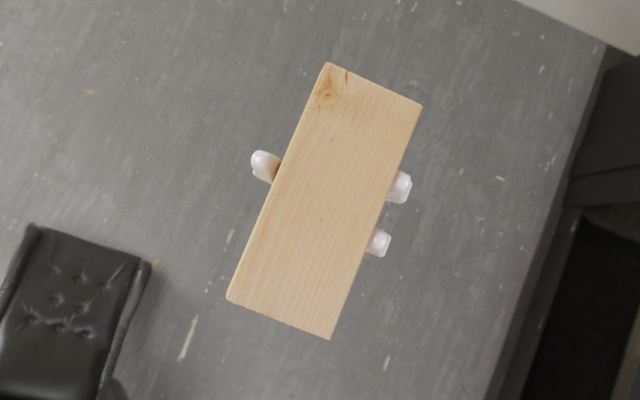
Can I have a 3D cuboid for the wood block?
[{"bbox_3d":[0.000,0.001,0.422,0.091,0.206,0.090,23,-6,-7],"label":"wood block"}]
